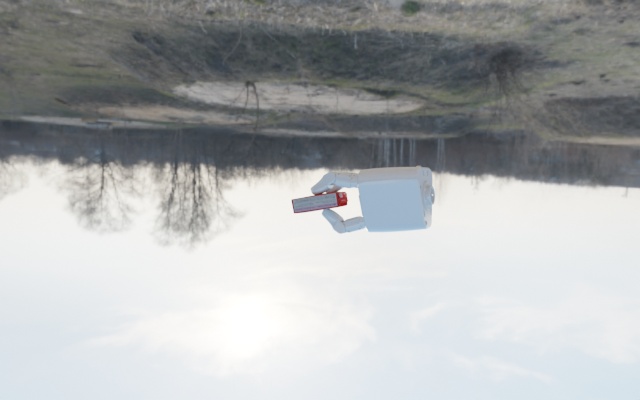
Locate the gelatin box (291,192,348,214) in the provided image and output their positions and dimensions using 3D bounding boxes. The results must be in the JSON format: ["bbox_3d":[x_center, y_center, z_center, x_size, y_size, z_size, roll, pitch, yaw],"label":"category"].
[{"bbox_3d":[0.000,0.003,0.877,0.089,0.030,0.073,-10,-1,15],"label":"gelatin box"}]
